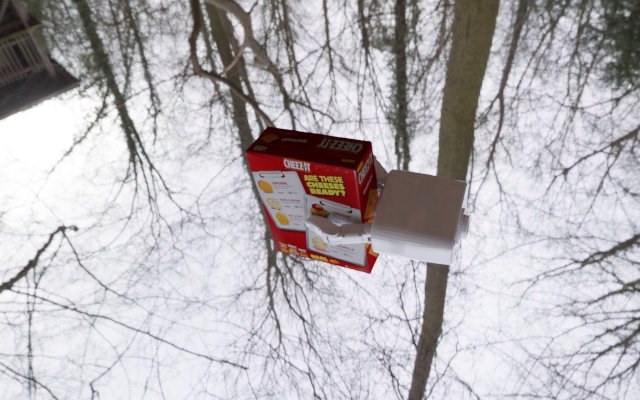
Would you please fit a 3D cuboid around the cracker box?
[{"bbox_3d":[0.000,0.003,0.703,0.164,0.214,0.072,11,48,23],"label":"cracker box"}]
